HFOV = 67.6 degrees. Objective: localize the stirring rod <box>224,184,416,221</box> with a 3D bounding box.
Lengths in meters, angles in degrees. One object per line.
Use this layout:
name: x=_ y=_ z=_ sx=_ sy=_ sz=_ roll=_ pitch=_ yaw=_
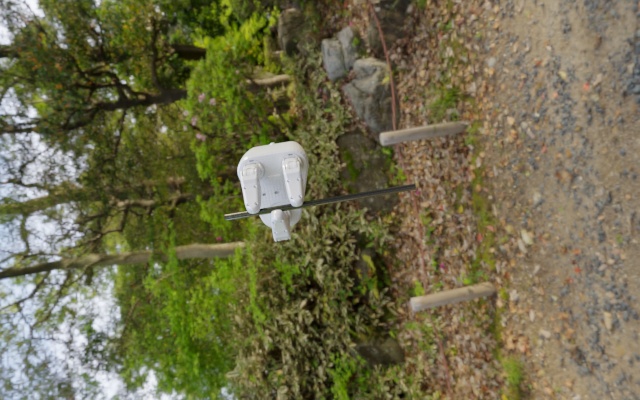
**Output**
stirring rod: x=0.000 y=0.002 z=0.597 sx=0.239 sy=0.011 sz=0.011 roll=-9 pitch=0 yaw=-1
